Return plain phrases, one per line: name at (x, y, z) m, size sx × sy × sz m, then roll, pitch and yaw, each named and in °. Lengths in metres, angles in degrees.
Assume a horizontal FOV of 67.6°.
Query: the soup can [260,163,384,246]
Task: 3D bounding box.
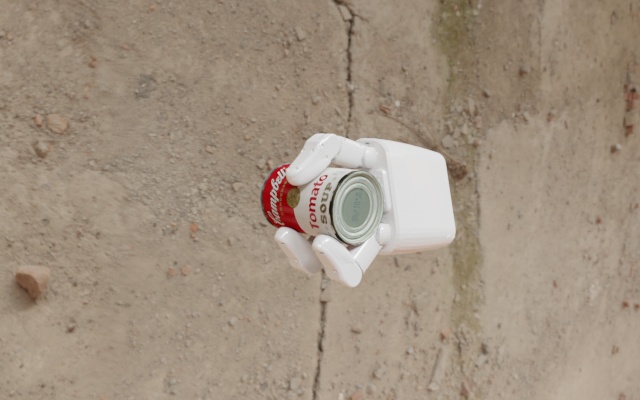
soup can at (0.000, 0.001, 0.448) m, size 0.068 × 0.068 × 0.102 m, roll 0°, pitch 6°, yaw -42°
